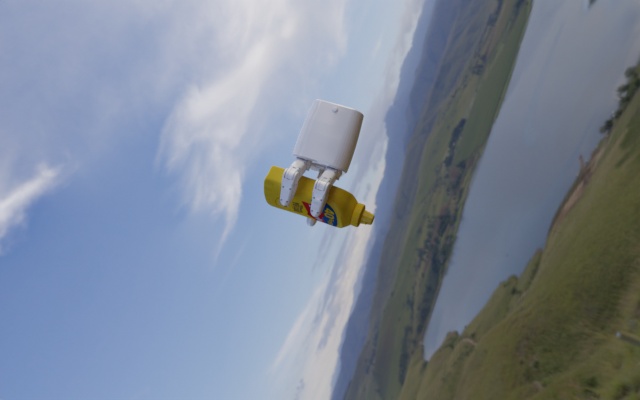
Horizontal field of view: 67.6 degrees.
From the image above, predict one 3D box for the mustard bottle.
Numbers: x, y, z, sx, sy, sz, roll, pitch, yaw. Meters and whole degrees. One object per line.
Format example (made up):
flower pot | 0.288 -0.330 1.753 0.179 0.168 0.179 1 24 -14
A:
mustard bottle | 0.000 0.003 0.822 0.191 0.058 0.096 18 -29 13
